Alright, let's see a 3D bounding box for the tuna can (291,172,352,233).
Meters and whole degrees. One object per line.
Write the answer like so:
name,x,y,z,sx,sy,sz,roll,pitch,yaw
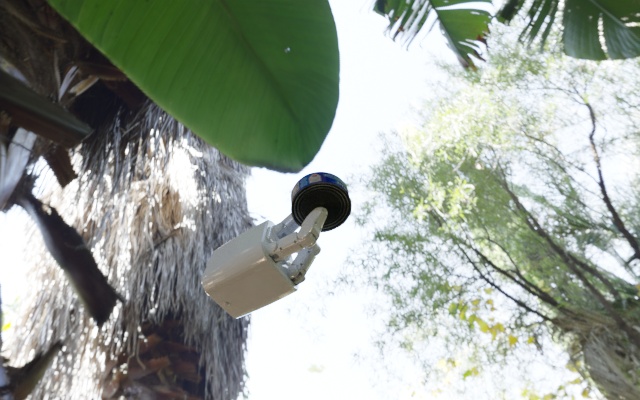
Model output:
tuna can,0.000,0.002,0.677,0.086,0.086,0.033,0,35,-6
